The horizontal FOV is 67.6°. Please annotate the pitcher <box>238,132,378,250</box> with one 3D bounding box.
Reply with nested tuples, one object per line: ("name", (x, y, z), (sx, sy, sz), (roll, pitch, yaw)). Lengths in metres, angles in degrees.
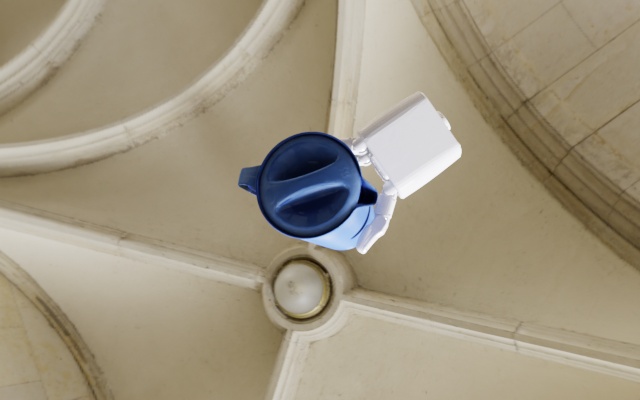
("pitcher", (0.000, 0.002, 0.684), (0.145, 0.149, 0.243), (-36, -18, 3))
